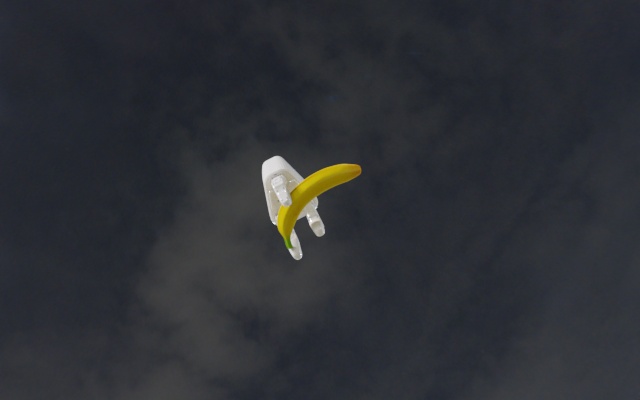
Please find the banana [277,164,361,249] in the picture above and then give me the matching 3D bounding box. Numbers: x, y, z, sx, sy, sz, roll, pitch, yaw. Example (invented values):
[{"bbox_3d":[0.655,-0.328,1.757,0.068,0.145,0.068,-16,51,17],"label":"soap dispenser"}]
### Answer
[{"bbox_3d":[-0.016,-0.006,0.855,0.070,0.198,0.037,40,8,-19],"label":"banana"}]
